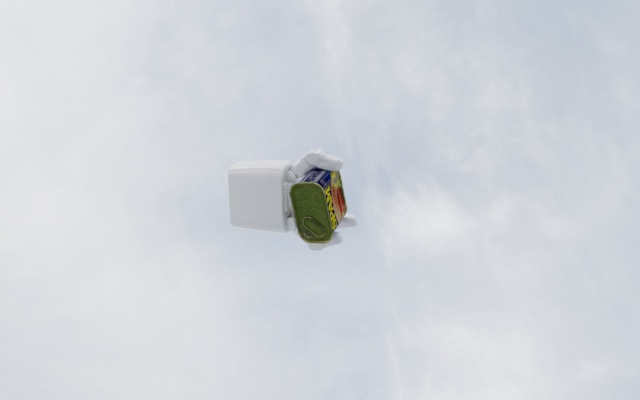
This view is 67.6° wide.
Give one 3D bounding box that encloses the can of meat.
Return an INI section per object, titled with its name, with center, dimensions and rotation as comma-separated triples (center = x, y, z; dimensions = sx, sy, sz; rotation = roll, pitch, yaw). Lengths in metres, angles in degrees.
[can of meat]
center = 0.000, 0.002, 0.744
dimensions = 0.057, 0.102, 0.084
rotation = -1, 25, 23
